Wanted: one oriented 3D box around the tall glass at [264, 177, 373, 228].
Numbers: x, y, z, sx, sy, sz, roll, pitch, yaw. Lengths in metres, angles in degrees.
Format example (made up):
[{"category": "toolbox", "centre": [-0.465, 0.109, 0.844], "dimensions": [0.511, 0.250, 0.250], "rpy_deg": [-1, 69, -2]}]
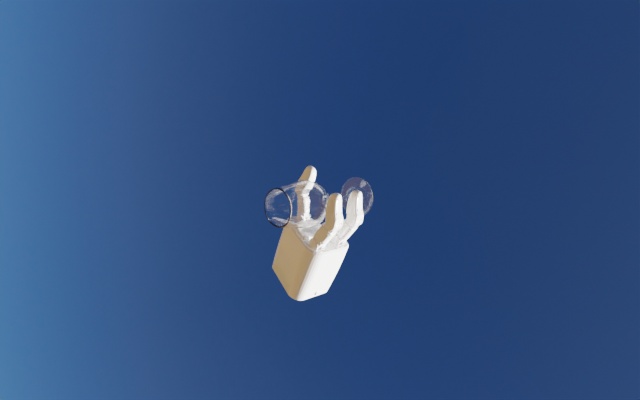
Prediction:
[{"category": "tall glass", "centre": [0.001, 0.002, 0.806], "dimensions": [0.079, 0.079, 0.201], "rpy_deg": [0, 5, 42]}]
